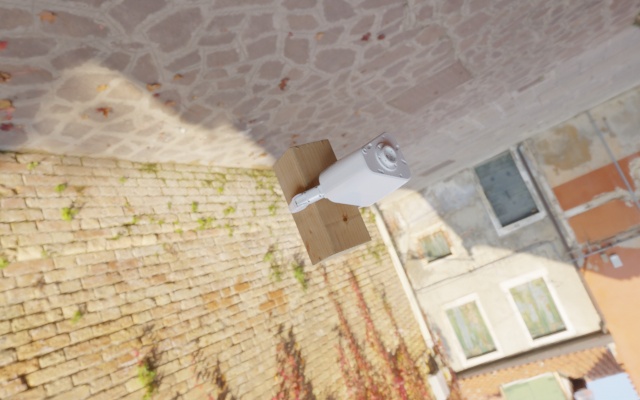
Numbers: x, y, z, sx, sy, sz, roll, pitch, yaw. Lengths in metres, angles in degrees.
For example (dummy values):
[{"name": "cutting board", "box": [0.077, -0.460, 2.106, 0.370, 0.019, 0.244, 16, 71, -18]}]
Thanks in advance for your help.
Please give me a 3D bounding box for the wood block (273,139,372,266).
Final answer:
[{"name": "wood block", "box": [0.000, 0.003, 0.887, 0.091, 0.206, 0.090, -16, -12, -32]}]
